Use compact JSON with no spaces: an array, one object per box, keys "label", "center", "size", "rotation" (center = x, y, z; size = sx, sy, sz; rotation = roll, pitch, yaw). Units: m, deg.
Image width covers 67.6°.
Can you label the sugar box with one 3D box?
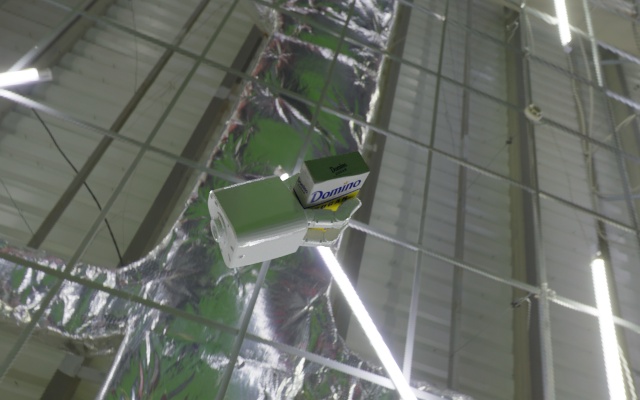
[{"label":"sugar box","center":[0.000,0.003,0.723],"size":[0.093,0.048,0.176],"rotation":[-14,-27,-27]}]
